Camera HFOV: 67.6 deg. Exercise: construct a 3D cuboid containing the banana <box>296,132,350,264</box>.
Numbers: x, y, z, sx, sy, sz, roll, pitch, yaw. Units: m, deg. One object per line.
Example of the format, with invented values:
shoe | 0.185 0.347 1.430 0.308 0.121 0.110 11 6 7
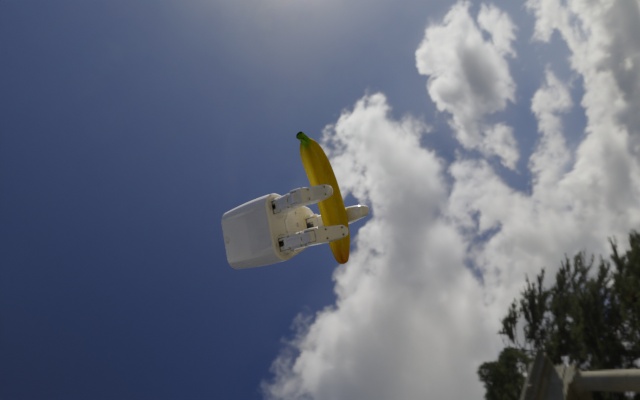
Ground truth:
banana | 0.005 -0.007 0.687 0.037 0.198 0.069 -15 13 25
